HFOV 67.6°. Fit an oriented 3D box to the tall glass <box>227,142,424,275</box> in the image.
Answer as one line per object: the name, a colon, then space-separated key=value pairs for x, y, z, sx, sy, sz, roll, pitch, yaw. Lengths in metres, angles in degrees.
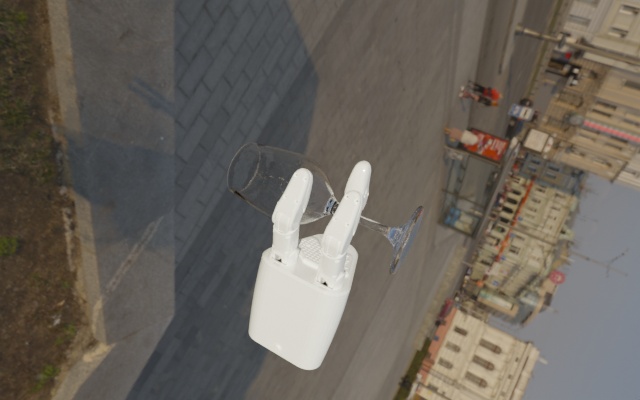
tall glass: x=0.001 y=0.002 z=0.501 sx=0.201 sy=0.079 sz=0.079 roll=24 pitch=8 yaw=19
